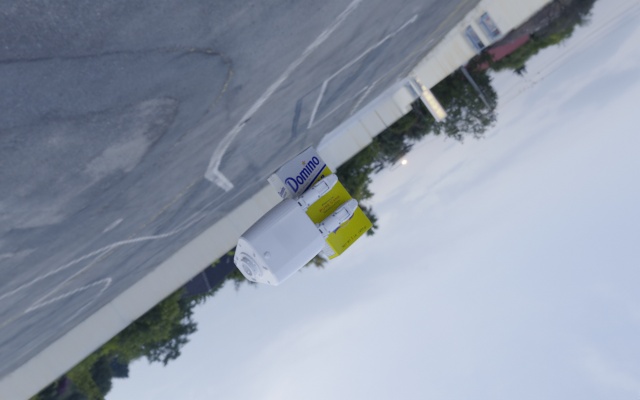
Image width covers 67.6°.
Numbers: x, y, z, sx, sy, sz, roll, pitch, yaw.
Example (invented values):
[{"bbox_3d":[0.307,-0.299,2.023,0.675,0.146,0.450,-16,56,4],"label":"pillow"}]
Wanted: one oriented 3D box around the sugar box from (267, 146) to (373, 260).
[{"bbox_3d":[0.000,0.003,0.815,0.093,0.176,0.048,-40,5,-31],"label":"sugar box"}]
